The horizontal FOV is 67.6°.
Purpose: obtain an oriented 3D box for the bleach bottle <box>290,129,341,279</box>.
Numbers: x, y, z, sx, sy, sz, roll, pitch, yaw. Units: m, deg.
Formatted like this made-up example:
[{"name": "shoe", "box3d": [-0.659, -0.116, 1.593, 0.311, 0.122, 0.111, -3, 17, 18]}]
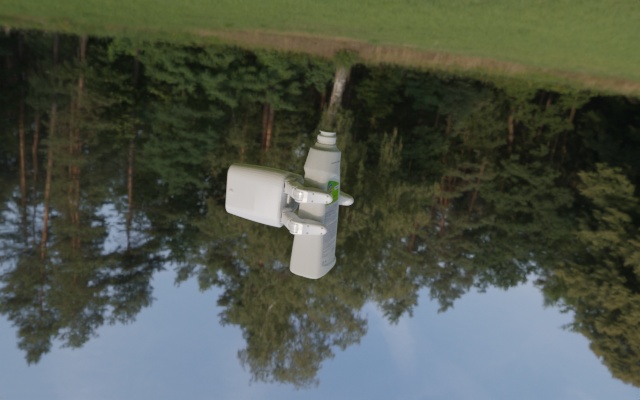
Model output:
[{"name": "bleach bottle", "box3d": [0.000, 0.003, 0.830, 0.068, 0.251, 0.102, 13, 18, 18]}]
